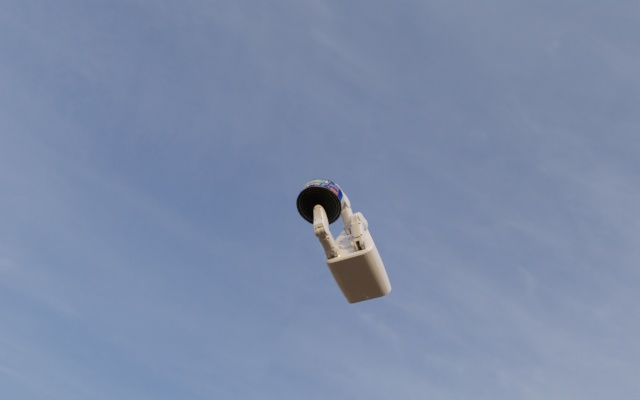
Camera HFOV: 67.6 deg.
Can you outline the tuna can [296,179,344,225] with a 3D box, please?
[{"bbox_3d":[0.000,0.003,0.890,0.086,0.086,0.033,0,31,14],"label":"tuna can"}]
